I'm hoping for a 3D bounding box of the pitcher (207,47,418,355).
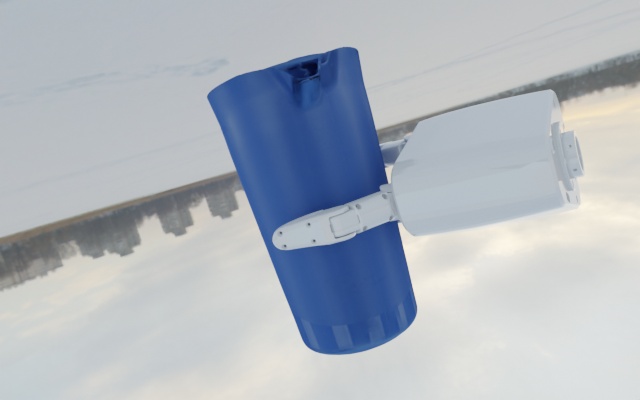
[{"bbox_3d":[0.000,0.001,0.428,0.145,0.243,0.149,-13,7,32],"label":"pitcher"}]
